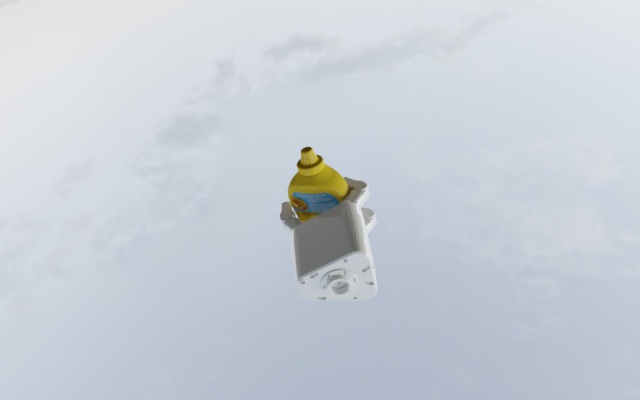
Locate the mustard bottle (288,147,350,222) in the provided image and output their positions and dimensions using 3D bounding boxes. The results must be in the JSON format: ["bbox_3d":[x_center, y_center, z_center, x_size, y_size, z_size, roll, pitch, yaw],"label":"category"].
[{"bbox_3d":[0.000,0.002,0.742,0.096,0.192,0.058,3,39,24],"label":"mustard bottle"}]
